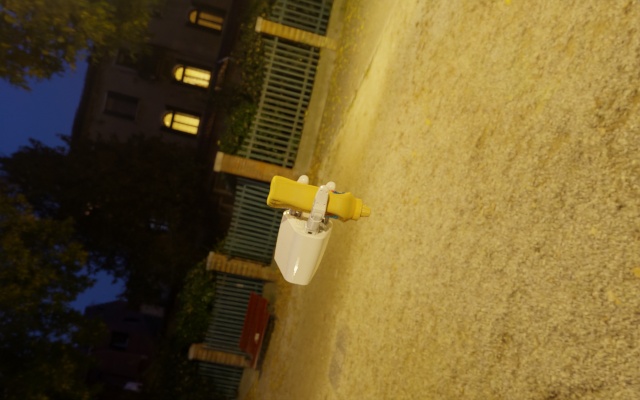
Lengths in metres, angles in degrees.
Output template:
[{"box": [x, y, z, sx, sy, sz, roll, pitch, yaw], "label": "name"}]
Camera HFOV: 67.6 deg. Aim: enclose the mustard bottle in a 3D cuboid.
[{"box": [0.000, 0.003, 0.886, 0.191, 0.058, 0.096, 13, -5, -8], "label": "mustard bottle"}]
